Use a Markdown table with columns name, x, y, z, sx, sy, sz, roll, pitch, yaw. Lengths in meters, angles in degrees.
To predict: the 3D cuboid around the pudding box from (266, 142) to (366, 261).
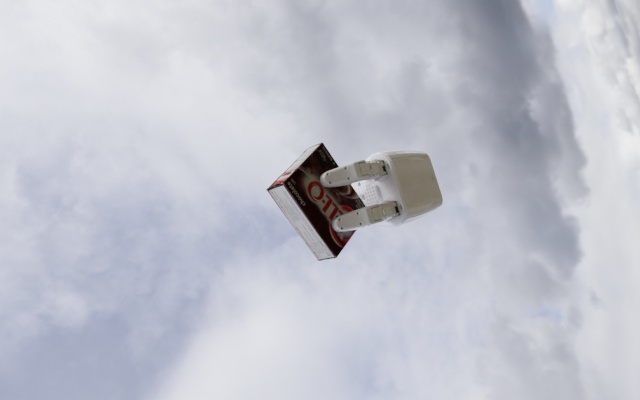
| name | x | y | z | sx | sy | sz | roll | pitch | yaw |
| --- | --- | --- | --- | --- | --- | --- | --- | --- | --- |
| pudding box | 0.000 | 0.002 | 0.575 | 0.039 | 0.113 | 0.090 | -21 | 22 | 45 |
